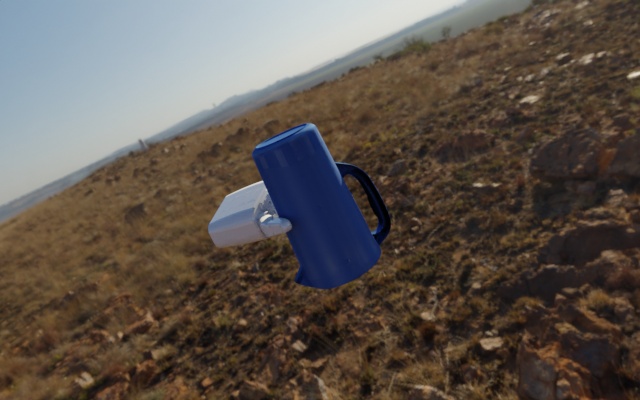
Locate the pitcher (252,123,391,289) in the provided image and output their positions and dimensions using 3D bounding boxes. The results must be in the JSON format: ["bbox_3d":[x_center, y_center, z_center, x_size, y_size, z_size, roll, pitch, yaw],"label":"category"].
[{"bbox_3d":[0.000,0.003,0.757,0.145,0.243,0.149,-16,17,31],"label":"pitcher"}]
